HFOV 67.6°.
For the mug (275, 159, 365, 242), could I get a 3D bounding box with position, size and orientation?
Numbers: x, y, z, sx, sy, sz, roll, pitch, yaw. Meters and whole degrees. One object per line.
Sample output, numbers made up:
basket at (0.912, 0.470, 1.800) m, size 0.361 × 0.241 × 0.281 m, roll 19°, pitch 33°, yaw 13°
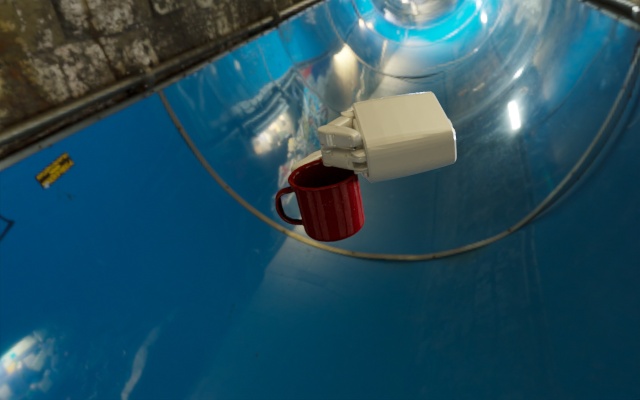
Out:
mug at (-0.001, 0.003, 0.616) m, size 0.117 × 0.081 × 0.093 m, roll -11°, pitch 27°, yaw 2°
